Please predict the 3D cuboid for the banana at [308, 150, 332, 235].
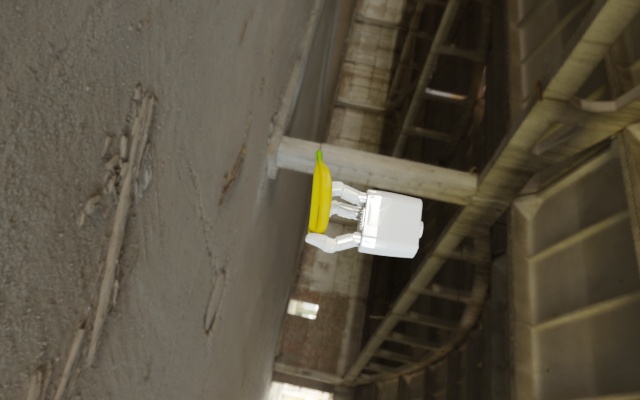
[{"bbox_3d":[0.000,0.011,0.870,0.037,0.198,0.069,5,35,-1],"label":"banana"}]
